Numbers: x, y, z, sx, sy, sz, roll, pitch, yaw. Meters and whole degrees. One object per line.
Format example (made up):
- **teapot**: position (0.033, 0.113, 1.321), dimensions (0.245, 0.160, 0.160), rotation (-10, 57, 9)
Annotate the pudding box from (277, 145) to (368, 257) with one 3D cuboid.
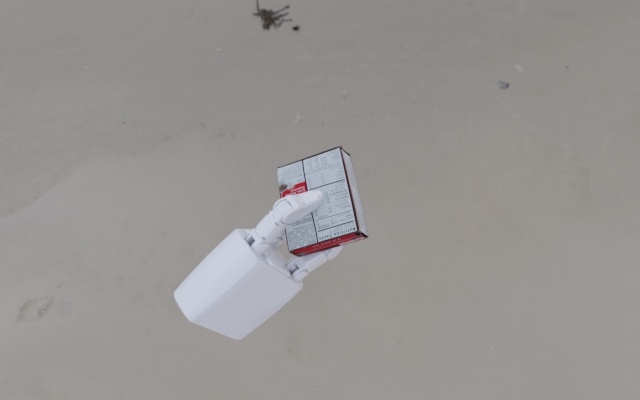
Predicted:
- **pudding box**: position (0.000, 0.002, 0.566), dimensions (0.090, 0.113, 0.039), rotation (-17, -20, 16)
